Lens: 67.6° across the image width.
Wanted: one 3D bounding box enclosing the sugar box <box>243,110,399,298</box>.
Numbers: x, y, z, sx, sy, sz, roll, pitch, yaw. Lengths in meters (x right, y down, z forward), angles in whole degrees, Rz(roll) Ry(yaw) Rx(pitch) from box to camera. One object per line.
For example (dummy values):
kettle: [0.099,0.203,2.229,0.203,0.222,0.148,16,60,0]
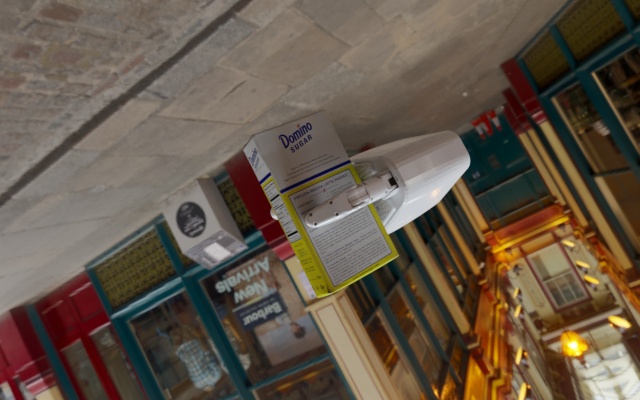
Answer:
sugar box: [0.000,0.002,0.501,0.093,0.176,0.048,-25,-5,-29]
